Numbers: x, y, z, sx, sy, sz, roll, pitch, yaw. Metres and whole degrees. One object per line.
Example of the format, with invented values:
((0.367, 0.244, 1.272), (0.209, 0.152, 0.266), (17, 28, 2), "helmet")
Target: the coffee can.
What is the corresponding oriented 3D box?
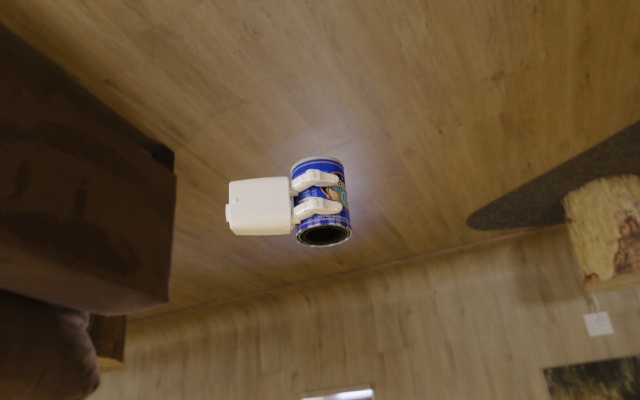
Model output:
((0.000, 0.003, 0.886), (0.103, 0.140, 0.103), (-5, -27, -2), "coffee can")
